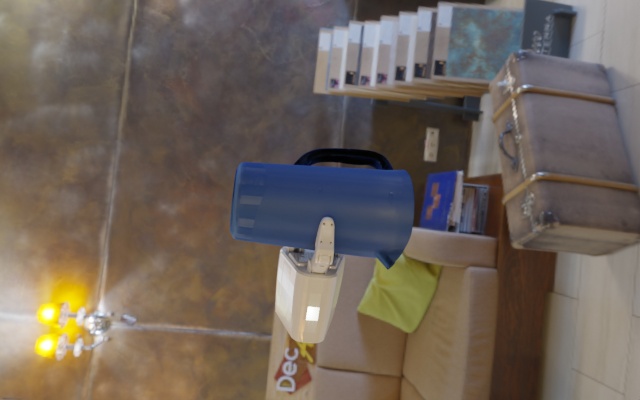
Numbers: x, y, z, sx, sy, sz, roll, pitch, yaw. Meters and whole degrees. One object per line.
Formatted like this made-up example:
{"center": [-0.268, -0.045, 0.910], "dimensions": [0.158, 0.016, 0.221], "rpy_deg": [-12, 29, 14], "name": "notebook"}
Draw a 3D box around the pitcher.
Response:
{"center": [0.000, 0.002, 0.678], "dimensions": [0.243, 0.145, 0.149], "rpy_deg": [6, 15, -8], "name": "pitcher"}
